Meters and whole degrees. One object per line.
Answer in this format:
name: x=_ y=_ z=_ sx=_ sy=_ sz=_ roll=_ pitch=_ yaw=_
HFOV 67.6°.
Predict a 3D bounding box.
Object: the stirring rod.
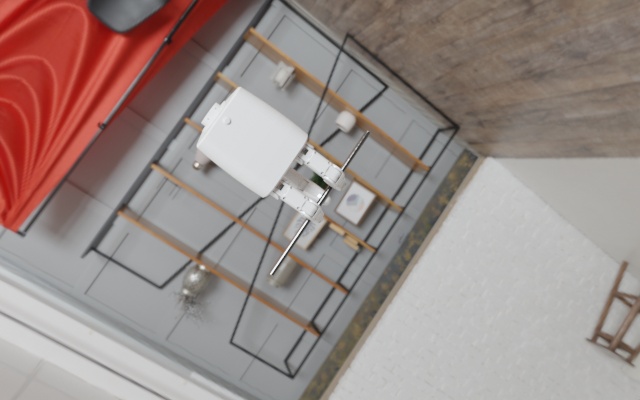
stirring rod: x=0.000 y=0.002 z=0.666 sx=0.011 sy=0.239 sz=0.011 roll=34 pitch=-5 yaw=3
